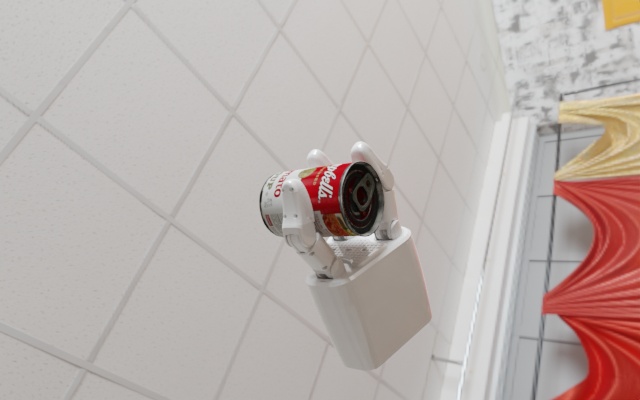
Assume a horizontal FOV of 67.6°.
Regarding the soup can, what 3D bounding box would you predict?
[{"bbox_3d":[0.000,0.001,0.456,0.102,0.068,0.068,-4,-3,39],"label":"soup can"}]
